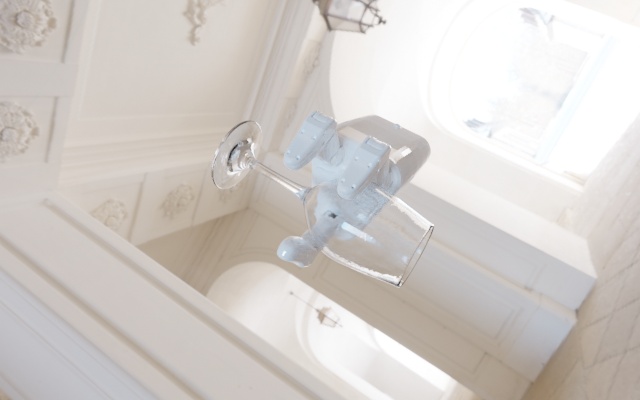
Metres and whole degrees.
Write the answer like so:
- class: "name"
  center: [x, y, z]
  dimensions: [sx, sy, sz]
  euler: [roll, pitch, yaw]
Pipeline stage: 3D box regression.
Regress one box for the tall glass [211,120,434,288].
- class: "tall glass"
  center: [-0.001, 0.001, 0.439]
  dimensions: [0.201, 0.079, 0.079]
  euler: [30, 10, 19]
